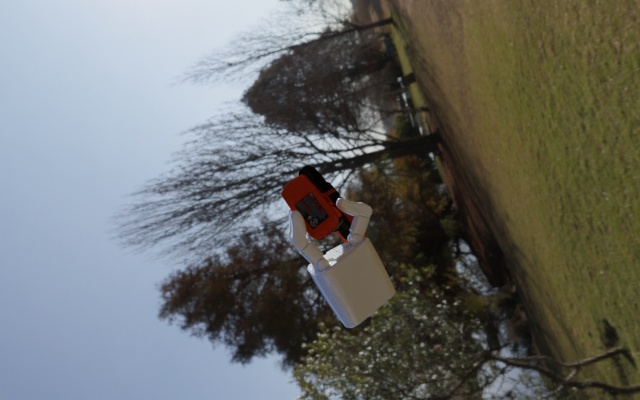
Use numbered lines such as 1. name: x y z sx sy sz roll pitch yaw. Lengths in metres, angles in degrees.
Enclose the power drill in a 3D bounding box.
1. power drill: 0.000 0.003 0.842 0.057 0.184 0.187 -42 -14 12
